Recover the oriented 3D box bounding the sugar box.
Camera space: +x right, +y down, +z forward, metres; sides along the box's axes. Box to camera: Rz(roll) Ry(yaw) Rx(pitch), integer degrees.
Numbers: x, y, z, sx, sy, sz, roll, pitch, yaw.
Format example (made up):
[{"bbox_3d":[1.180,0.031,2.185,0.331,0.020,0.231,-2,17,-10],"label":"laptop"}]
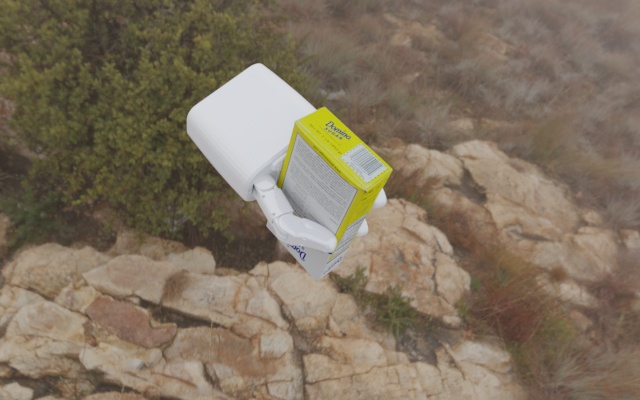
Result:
[{"bbox_3d":[0.000,0.001,0.489,0.048,0.093,0.176,-34,-19,-31],"label":"sugar box"}]
